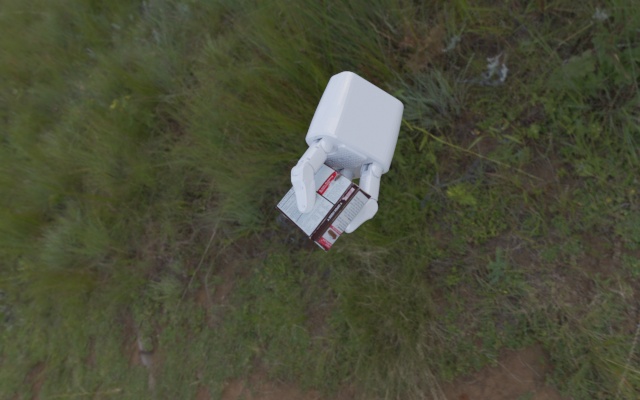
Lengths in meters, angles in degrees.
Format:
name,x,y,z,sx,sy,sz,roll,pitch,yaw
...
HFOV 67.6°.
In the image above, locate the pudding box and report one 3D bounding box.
name,x,y,z,sx,sy,sz,roll,pitch,yaw
pudding box,0.000,0.002,0.621,0.039,0.090,0.113,38,0,-33
